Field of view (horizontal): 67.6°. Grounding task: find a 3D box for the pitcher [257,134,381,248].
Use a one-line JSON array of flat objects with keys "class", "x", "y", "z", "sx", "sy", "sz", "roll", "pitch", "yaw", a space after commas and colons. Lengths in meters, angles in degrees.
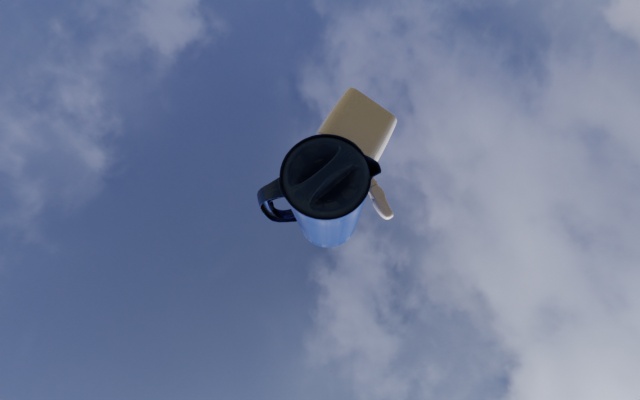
[{"class": "pitcher", "x": 0.000, "y": 0.002, "z": 0.792, "sx": 0.149, "sy": 0.145, "sz": 0.243, "roll": 28, "pitch": -16, "yaw": 11}]
